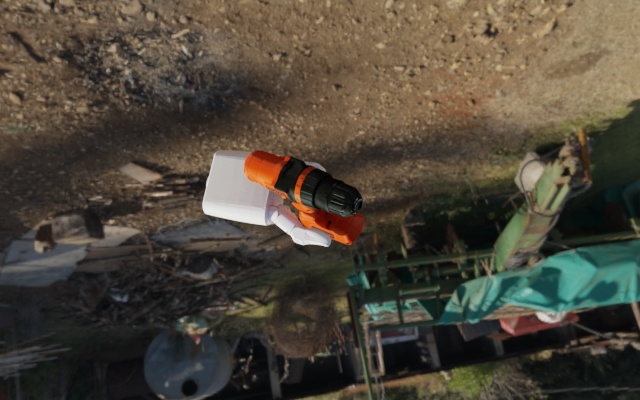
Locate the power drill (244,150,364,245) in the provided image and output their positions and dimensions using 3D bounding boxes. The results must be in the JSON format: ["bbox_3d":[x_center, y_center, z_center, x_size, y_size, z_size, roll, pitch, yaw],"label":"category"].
[{"bbox_3d":[0.000,0.002,0.685,0.184,0.057,0.188,24,-13,30],"label":"power drill"}]
